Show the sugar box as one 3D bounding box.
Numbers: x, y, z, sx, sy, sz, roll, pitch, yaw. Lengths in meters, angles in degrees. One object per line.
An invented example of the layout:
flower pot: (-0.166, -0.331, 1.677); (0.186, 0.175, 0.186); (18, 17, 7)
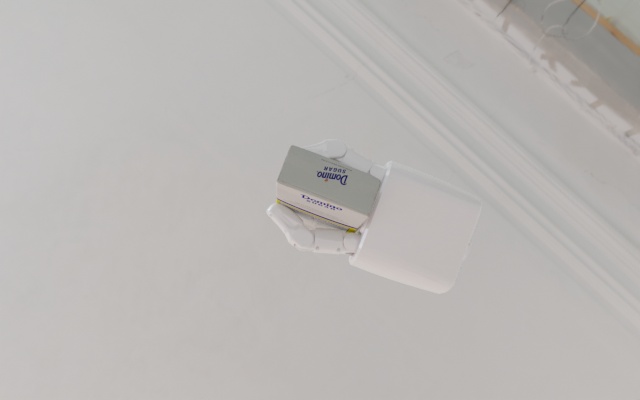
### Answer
sugar box: (0.000, 0.001, 0.517); (0.093, 0.048, 0.176); (21, -17, -1)
